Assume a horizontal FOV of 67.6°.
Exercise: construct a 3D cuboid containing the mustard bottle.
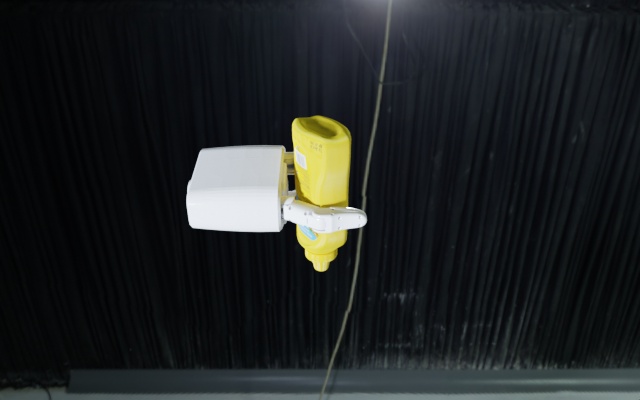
[{"bbox_3d":[0.000,0.002,0.577,0.058,0.192,0.096,-11,29,-22],"label":"mustard bottle"}]
